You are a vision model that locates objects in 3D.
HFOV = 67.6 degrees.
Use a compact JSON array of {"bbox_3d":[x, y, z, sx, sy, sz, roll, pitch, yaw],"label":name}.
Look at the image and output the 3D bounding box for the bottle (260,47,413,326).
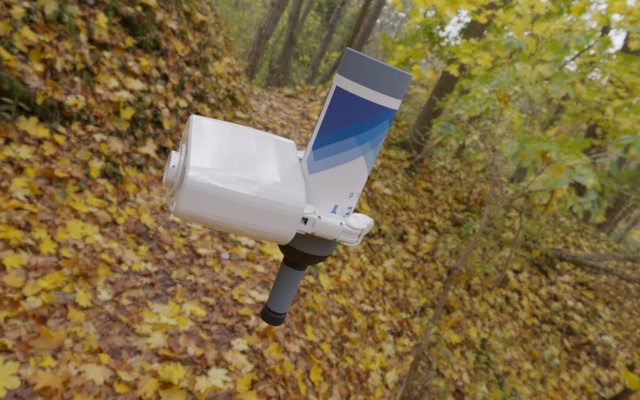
[{"bbox_3d":[0.000,0.001,0.482,0.069,0.296,0.069,20,18,-7],"label":"bottle"}]
